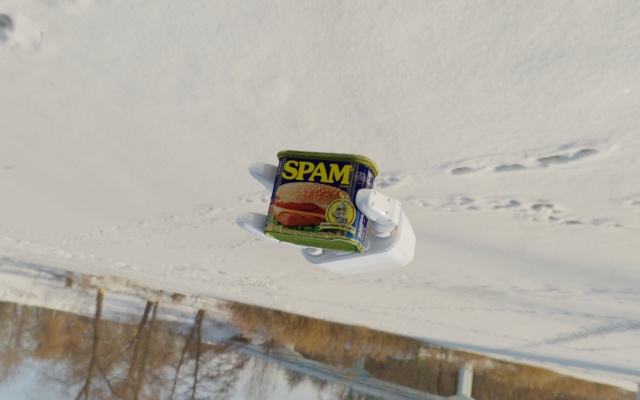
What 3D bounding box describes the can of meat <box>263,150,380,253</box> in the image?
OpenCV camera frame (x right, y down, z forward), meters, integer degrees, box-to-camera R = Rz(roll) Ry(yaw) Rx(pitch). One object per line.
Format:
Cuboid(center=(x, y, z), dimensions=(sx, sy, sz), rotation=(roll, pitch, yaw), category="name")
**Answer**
Cuboid(center=(0.000, 0.002, 0.468), dimensions=(0.102, 0.084, 0.057), rotation=(6, -15, 19), category="can of meat")
